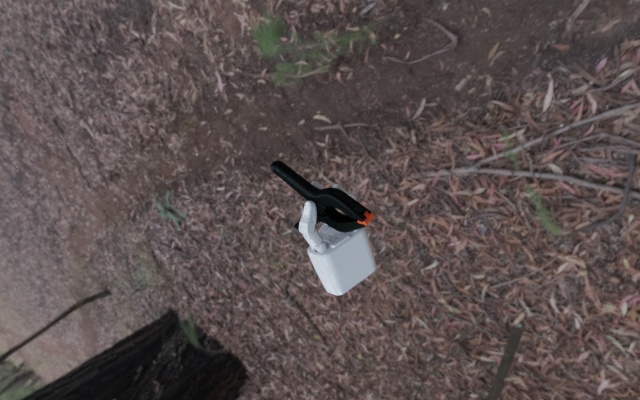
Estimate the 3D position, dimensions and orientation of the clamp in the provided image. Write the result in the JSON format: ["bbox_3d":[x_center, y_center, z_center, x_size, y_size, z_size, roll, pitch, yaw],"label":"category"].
[{"bbox_3d":[0.000,0.004,0.866,0.210,0.165,0.036,9,45,42],"label":"clamp"}]
